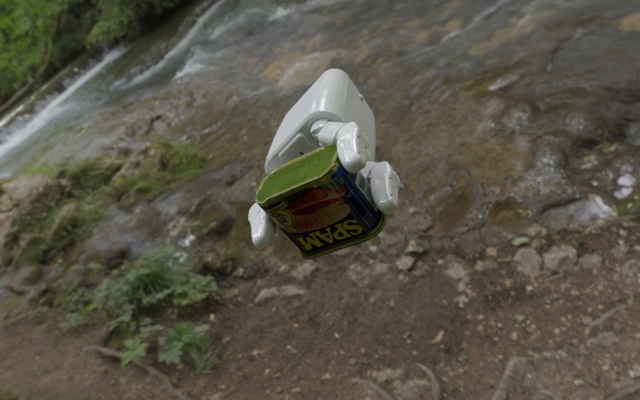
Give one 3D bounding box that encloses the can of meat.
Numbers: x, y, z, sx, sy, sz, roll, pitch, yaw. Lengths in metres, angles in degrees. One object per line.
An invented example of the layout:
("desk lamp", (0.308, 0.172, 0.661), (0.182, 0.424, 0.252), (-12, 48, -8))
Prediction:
("can of meat", (0.000, 0.001, 0.461), (0.102, 0.084, 0.057), (-21, 34, 30))
